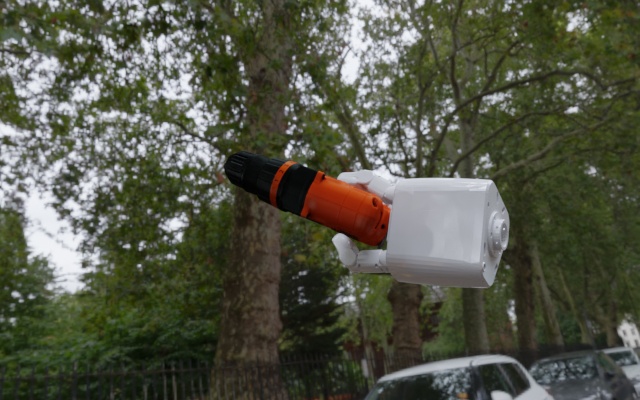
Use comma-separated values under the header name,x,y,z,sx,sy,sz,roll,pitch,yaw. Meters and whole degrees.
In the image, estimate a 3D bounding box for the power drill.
name,x,y,z,sx,sy,sz,roll,pitch,yaw
power drill,0.001,0.002,0.557,0.184,0.057,0.188,23,0,23
